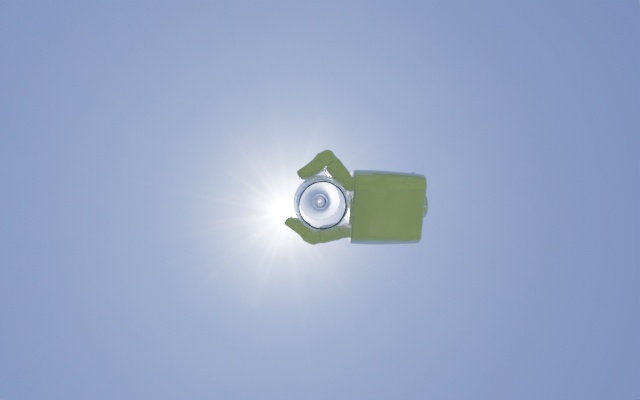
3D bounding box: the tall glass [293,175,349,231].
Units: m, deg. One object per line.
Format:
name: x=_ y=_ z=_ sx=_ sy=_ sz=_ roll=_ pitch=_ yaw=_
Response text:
tall glass: x=0.000 y=0.002 z=0.702 sx=0.079 sy=0.079 sz=0.201 roll=0 pitch=2 yaw=-1
